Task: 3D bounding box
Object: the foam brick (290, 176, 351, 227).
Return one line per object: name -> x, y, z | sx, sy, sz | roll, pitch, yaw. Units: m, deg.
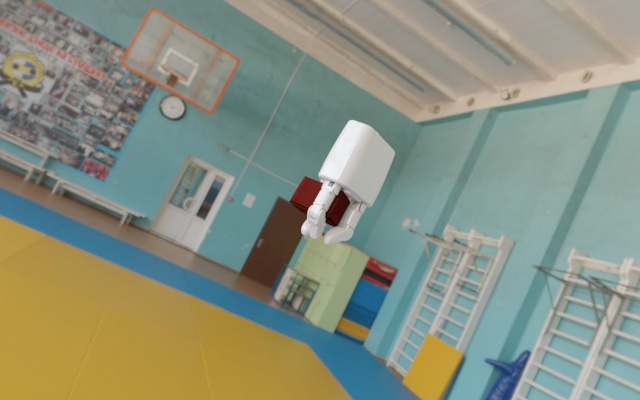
foam brick -> 0.000, 0.003, 0.790 | 0.078, 0.051, 0.053 | 24, -11, 23
